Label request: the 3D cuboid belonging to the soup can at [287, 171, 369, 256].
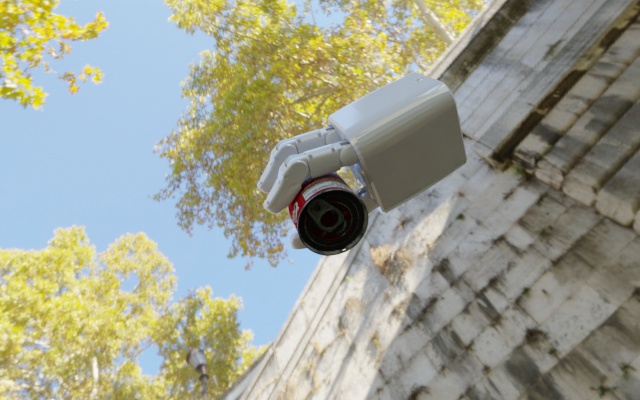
[{"bbox_3d":[0.000,0.002,0.483,0.068,0.068,0.102,0,23,-15],"label":"soup can"}]
